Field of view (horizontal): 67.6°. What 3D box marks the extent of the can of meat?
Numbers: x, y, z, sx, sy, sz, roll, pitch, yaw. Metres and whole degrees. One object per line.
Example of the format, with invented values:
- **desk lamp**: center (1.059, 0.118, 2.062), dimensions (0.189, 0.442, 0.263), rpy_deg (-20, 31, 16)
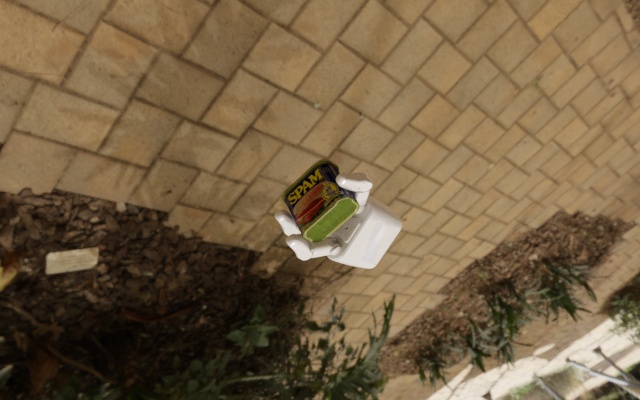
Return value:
- **can of meat**: center (0.000, 0.003, 0.730), dimensions (0.102, 0.084, 0.057), rpy_deg (-42, -38, 17)
